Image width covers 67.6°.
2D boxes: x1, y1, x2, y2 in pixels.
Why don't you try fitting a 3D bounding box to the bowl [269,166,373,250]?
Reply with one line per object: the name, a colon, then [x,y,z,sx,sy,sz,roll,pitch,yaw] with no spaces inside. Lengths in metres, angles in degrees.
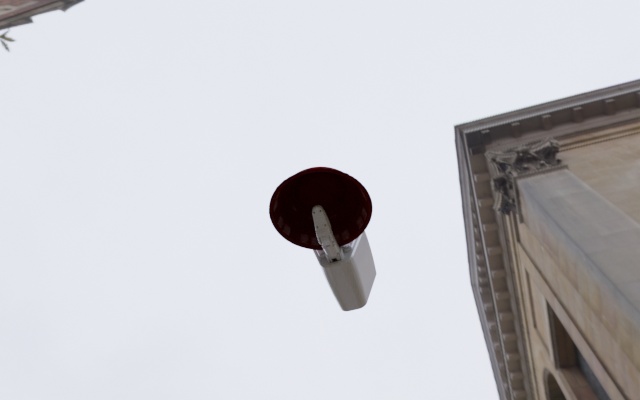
bowl: [0.000,0.001,0.760,0.162,0.162,0.055,0,38,-1]
